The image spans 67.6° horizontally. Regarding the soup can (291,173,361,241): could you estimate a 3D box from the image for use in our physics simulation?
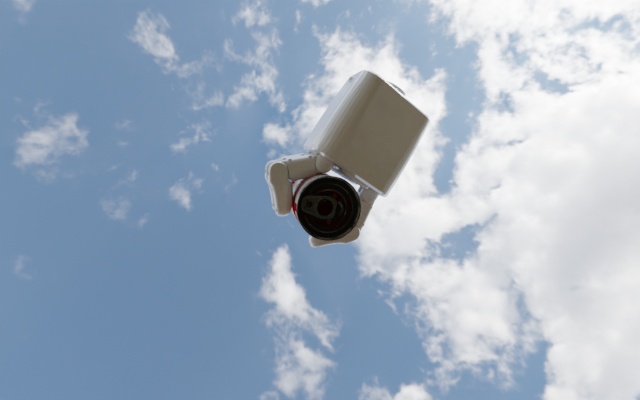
[{"bbox_3d":[0.000,0.002,0.540,0.068,0.068,0.102,0,8,-10],"label":"soup can"}]
